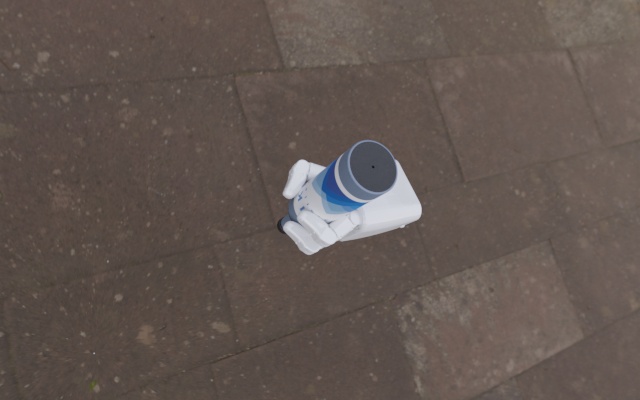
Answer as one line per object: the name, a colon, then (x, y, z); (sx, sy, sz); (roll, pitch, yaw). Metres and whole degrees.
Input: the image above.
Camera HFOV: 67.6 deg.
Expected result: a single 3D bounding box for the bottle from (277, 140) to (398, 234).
bottle: (0.000, 0.002, 0.673); (0.069, 0.069, 0.296); (0, -16, -25)
